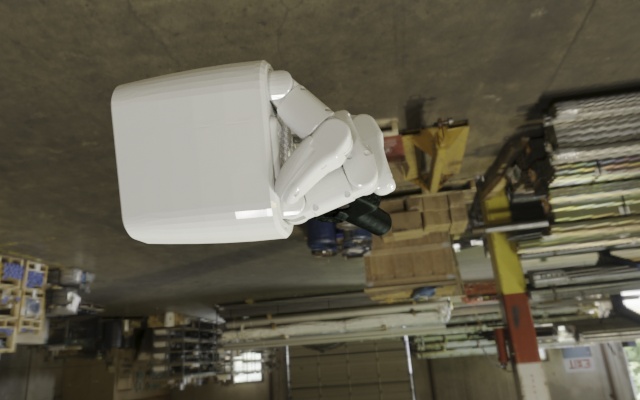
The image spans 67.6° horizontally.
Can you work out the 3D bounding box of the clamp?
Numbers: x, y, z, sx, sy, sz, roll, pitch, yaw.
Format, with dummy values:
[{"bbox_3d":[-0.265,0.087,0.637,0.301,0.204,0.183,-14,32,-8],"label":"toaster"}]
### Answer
[{"bbox_3d":[0.000,0.002,0.415,0.120,0.039,0.171,-3,-18,8],"label":"clamp"}]
